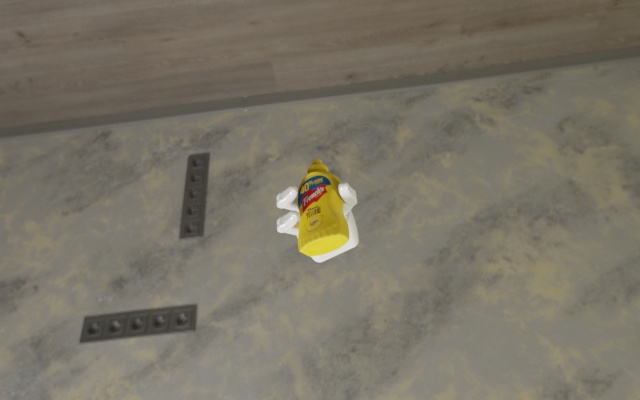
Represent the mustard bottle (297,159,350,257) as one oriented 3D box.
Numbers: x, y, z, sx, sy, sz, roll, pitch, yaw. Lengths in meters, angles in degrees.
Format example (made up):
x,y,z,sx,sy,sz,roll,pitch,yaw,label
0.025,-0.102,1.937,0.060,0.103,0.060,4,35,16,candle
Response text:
x,y,z,sx,sy,sz,roll,pitch,yaw,label
0.000,0.003,0.895,0.096,0.191,0.058,-26,-39,30,mustard bottle
